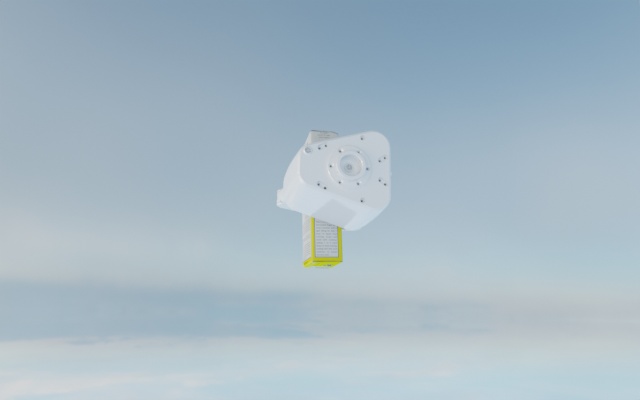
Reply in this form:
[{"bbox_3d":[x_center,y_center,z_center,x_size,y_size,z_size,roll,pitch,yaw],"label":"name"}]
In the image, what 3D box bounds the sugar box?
[{"bbox_3d":[0.001,0.002,0.657,0.048,0.176,0.093,3,-13,-10],"label":"sugar box"}]
